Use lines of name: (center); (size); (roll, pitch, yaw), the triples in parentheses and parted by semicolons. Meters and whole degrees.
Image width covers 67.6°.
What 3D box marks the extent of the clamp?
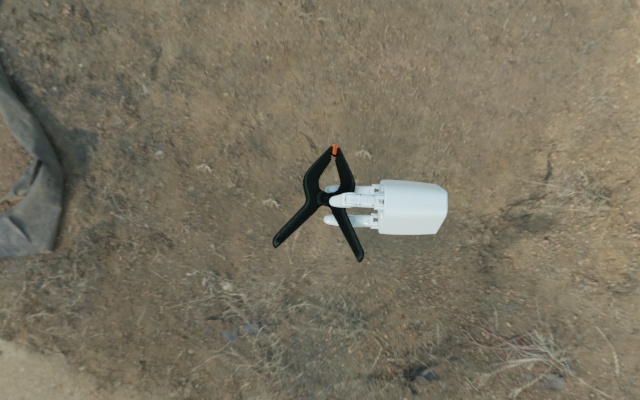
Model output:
clamp: (0.000, 0.002, 0.859); (0.164, 0.210, 0.036); (3, -7, -1)
